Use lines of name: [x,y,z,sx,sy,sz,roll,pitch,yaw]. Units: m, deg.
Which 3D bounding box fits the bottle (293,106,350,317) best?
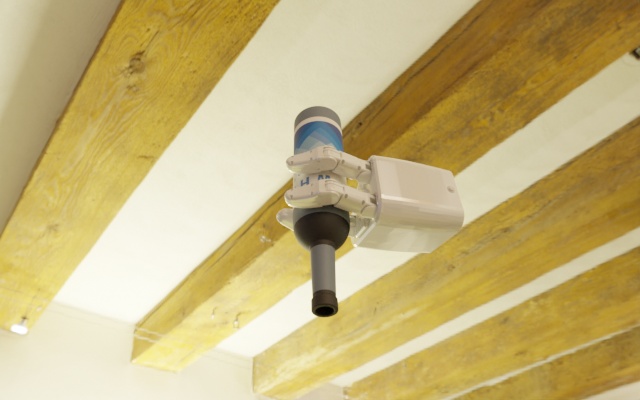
bottle: [0.000,0.002,0.575,0.069,0.295,0.069,-1,-42,-1]
